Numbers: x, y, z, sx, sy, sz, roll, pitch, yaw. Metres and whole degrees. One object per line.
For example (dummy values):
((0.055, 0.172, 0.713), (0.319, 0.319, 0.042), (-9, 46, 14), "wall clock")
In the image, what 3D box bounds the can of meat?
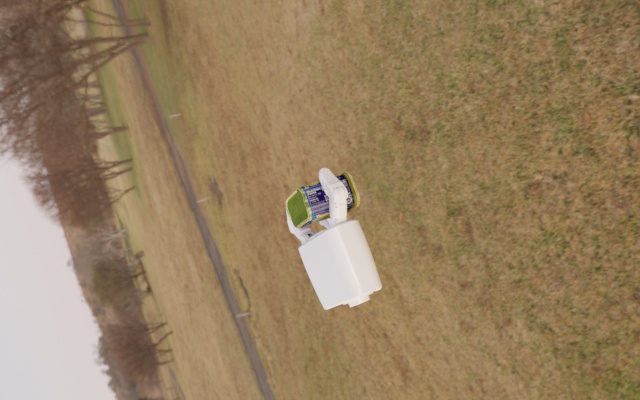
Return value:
((0.000, 0.002, 0.737), (0.084, 0.057, 0.102), (-18, -8, -21), "can of meat")
